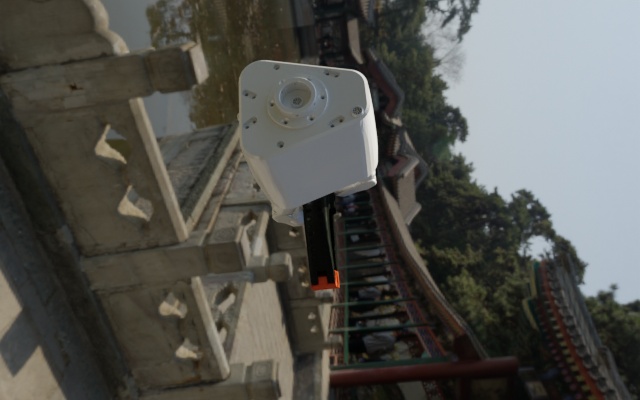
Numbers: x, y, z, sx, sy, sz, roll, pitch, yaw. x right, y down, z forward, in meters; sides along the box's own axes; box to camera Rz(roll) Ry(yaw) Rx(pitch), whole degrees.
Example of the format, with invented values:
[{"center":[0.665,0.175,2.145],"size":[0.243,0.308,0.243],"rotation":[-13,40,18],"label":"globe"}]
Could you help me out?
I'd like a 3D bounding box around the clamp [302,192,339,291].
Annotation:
[{"center":[0.001,0.002,0.550],"size":[0.036,0.210,0.165],"rotation":[-8,-21,7],"label":"clamp"}]
